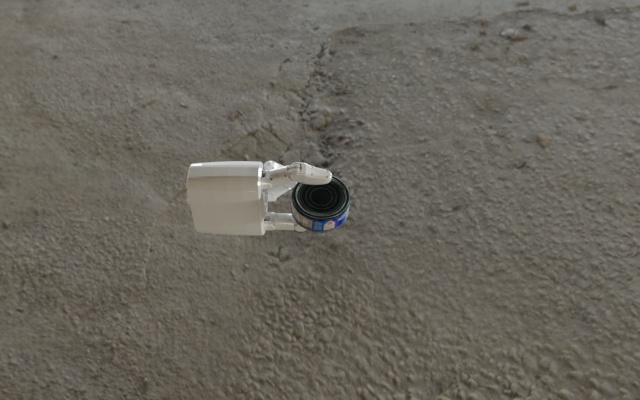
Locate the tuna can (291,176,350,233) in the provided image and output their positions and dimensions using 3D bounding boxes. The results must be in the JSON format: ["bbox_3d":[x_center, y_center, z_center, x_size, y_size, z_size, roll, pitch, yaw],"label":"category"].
[{"bbox_3d":[0.000,0.002,0.691,0.086,0.086,0.034,0,-37,-4],"label":"tuna can"}]
